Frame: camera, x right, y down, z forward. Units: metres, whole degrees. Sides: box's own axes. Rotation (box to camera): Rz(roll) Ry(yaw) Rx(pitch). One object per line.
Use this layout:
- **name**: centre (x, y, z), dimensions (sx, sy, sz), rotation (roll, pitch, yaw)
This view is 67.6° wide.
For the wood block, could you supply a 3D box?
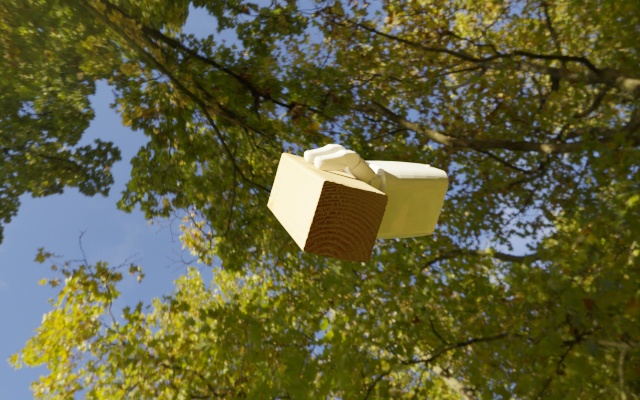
- **wood block**: centre (0.000, 0.002, 0.657), dimensions (0.090, 0.091, 0.206), rotation (13, 10, -20)
